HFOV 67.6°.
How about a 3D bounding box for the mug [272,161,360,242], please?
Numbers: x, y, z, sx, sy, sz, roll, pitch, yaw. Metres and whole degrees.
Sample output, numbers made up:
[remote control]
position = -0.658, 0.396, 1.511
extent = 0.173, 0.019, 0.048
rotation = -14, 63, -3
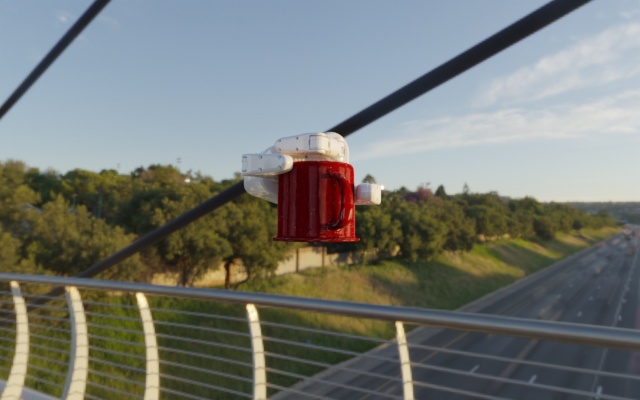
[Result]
[mug]
position = 0.001, 0.001, 0.497
extent = 0.093, 0.081, 0.117
rotation = 1, -3, -23
